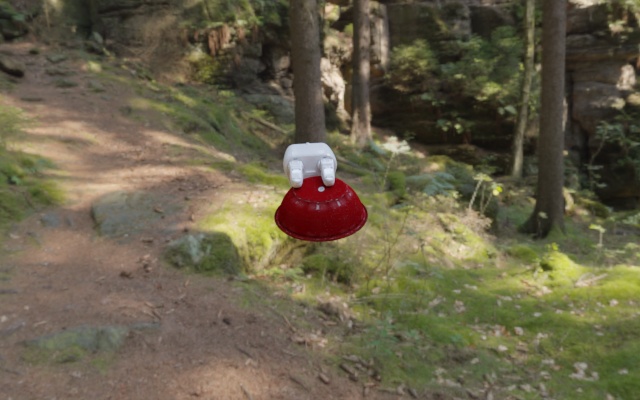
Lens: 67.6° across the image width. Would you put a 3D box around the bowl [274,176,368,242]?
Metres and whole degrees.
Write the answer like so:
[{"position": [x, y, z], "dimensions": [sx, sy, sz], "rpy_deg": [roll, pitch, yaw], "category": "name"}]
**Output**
[{"position": [0.001, 0.003, 0.810], "dimensions": [0.162, 0.055, 0.162], "rpy_deg": [-1, 31, 1], "category": "bowl"}]
